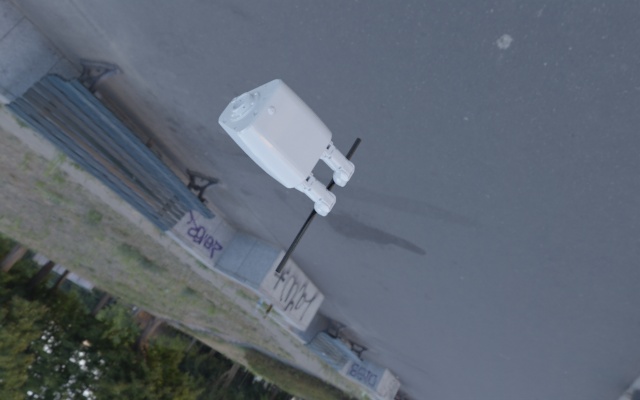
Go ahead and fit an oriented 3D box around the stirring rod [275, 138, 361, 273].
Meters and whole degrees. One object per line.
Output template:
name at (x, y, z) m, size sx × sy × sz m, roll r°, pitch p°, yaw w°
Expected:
stirring rod at (0.000, 0.002, 0.702) m, size 0.011 × 0.239 × 0.011 m, roll 28°, pitch -19°, yaw 10°
